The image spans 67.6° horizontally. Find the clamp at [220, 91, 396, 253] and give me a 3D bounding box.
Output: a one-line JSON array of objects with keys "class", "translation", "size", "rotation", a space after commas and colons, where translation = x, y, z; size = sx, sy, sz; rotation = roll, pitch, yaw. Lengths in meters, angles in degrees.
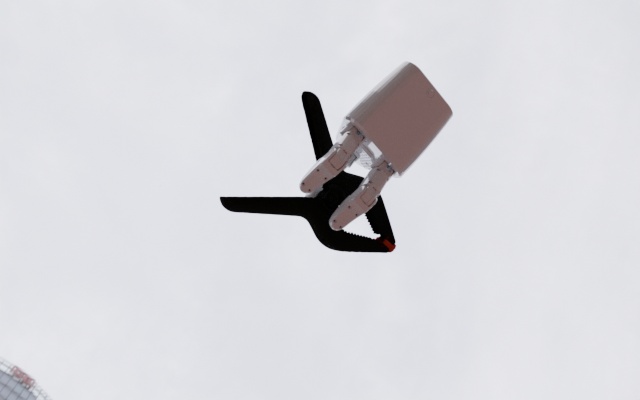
[{"class": "clamp", "translation": [0.000, 0.002, 0.560], "size": [0.210, 0.164, 0.036], "rotation": [46, -9, -14]}]
